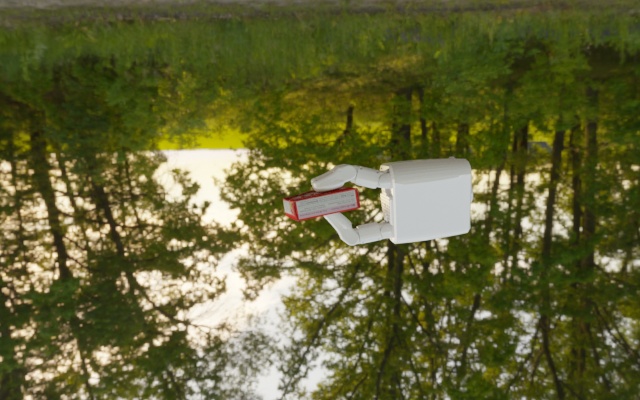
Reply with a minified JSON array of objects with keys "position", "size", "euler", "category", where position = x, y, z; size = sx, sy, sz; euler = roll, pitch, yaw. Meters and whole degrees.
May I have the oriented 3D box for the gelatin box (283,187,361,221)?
[{"position":[0.000,0.003,0.644],"size":[0.089,0.030,0.073],"euler":[-12,7,-14],"category":"gelatin box"}]
